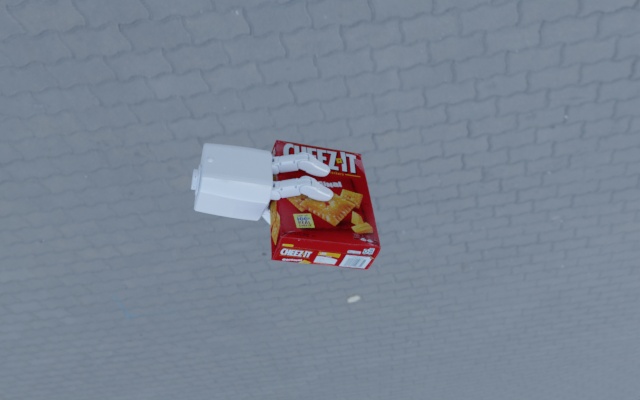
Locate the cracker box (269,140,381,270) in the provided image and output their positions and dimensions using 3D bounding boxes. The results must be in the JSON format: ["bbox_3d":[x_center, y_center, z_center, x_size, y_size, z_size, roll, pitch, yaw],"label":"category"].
[{"bbox_3d":[0.000,0.003,0.795,0.164,0.213,0.072,8,-42,-17],"label":"cracker box"}]
